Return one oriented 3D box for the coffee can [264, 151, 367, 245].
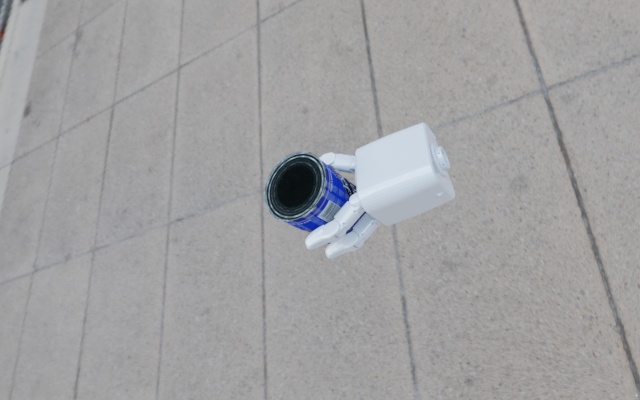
[{"bbox_3d":[0.000,0.002,0.705,0.103,0.102,0.140,0,-19,33],"label":"coffee can"}]
